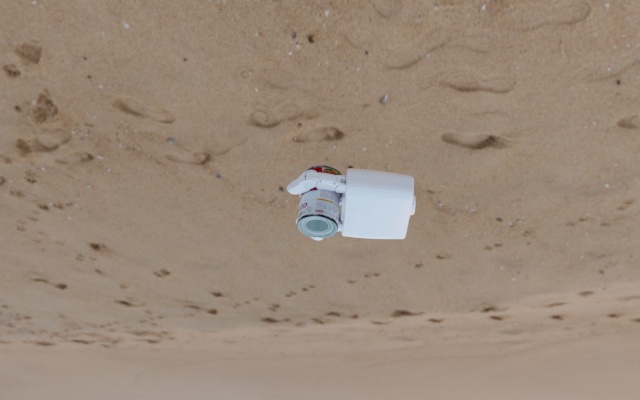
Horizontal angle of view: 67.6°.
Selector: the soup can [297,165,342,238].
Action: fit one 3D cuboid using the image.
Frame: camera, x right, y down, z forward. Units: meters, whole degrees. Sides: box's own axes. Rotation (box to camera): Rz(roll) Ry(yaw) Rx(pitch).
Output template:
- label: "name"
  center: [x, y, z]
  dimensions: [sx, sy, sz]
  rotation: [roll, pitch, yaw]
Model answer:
- label: "soup can"
  center: [0.000, 0.003, 0.784]
  dimensions: [0.068, 0.102, 0.069]
  rotation: [4, -36, 3]
